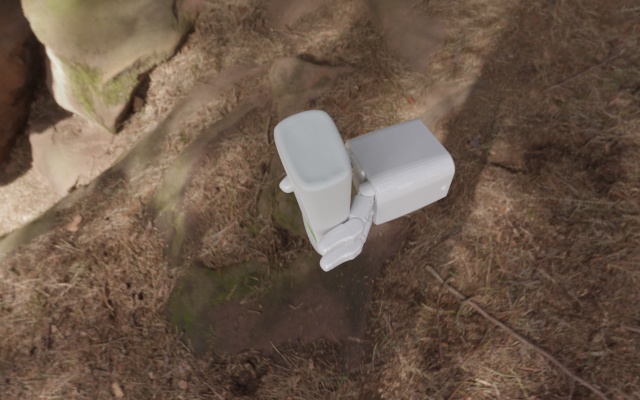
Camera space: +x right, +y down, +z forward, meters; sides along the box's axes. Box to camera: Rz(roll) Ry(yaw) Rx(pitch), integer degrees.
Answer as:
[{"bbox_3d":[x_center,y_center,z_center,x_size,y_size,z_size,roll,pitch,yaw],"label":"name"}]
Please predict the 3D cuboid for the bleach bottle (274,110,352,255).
[{"bbox_3d":[0.000,0.002,0.606,0.068,0.102,0.251,-20,-26,-6],"label":"bleach bottle"}]
